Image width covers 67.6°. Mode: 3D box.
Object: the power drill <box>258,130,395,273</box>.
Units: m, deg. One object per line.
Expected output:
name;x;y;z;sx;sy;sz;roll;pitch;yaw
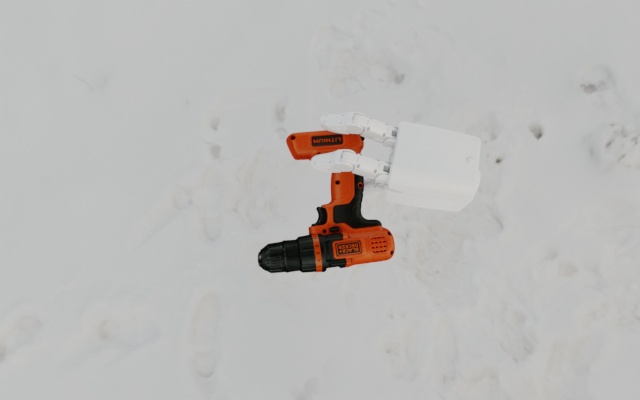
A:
power drill;0.000;0.002;0.648;0.184;0.187;0.057;-6;-5;-8
